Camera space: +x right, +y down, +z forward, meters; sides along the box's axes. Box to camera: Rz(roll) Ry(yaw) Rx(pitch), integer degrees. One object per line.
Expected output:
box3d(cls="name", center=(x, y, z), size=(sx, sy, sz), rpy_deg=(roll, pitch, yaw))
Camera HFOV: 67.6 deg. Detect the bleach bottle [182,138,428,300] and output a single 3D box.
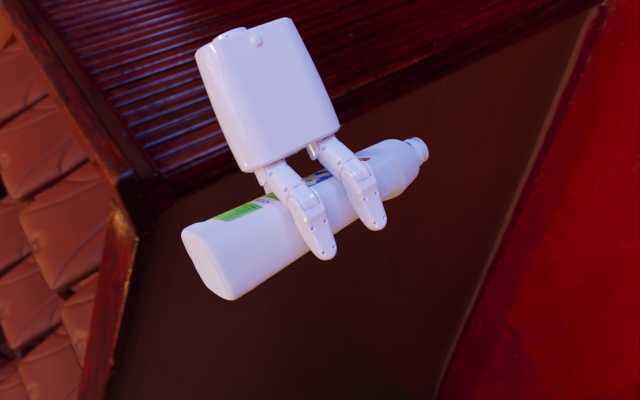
box3d(cls="bleach bottle", center=(0.000, 0.002, 0.460), size=(0.251, 0.068, 0.102), rpy_deg=(-29, 12, -25))
